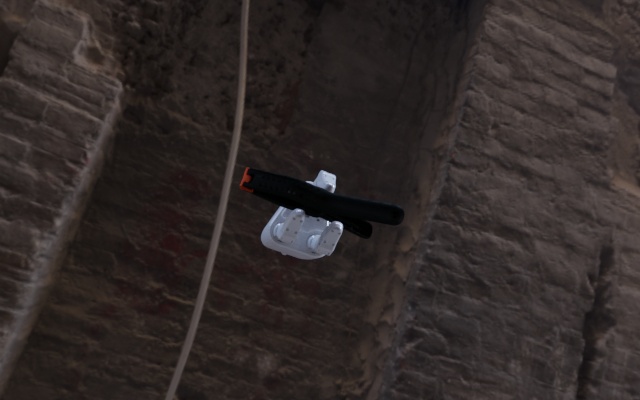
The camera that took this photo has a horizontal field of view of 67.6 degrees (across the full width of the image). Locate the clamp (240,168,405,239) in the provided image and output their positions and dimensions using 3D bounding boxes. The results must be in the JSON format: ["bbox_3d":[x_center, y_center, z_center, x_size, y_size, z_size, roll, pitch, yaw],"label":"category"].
[{"bbox_3d":[0.000,0.001,0.627,0.210,0.036,0.164,20,-14,-11],"label":"clamp"}]
